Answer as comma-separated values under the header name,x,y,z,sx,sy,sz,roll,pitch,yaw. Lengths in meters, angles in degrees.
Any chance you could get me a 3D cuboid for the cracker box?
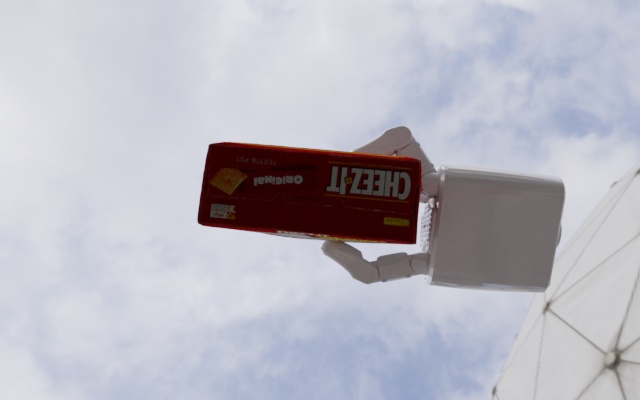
name,x,y,z,sx,sy,sz,roll,pitch,yaw
cracker box,0.000,0.002,0.453,0.164,0.072,0.214,4,-5,5
